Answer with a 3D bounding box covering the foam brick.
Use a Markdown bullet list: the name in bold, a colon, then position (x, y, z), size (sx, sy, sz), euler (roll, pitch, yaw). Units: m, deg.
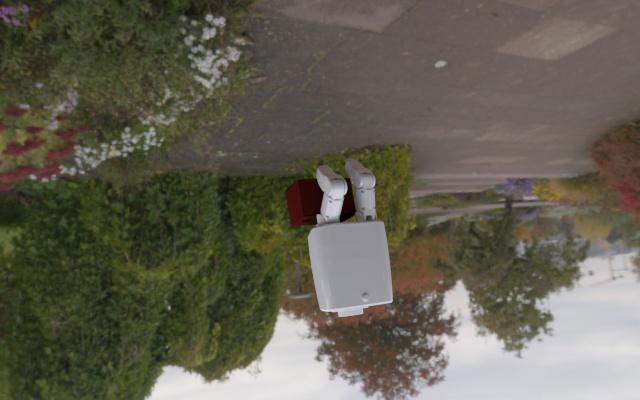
- **foam brick**: position (0.000, 0.002, 0.639), size (0.078, 0.051, 0.053), euler (-3, -14, -23)
